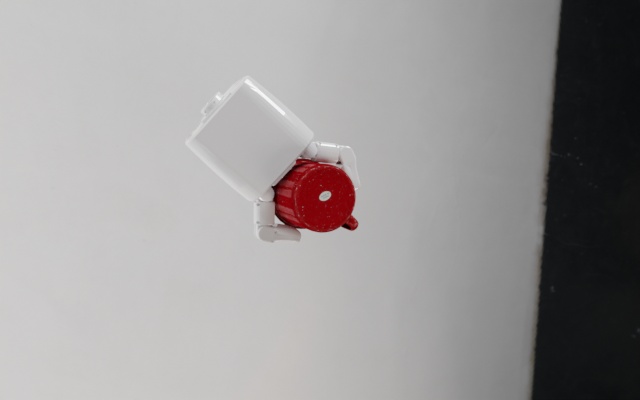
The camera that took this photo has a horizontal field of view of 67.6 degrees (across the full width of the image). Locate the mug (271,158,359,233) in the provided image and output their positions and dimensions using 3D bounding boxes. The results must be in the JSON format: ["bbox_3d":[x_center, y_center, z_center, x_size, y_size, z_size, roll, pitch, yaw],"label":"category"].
[{"bbox_3d":[0.001,0.003,0.593,0.117,0.093,0.081,40,-10,-20],"label":"mug"}]
